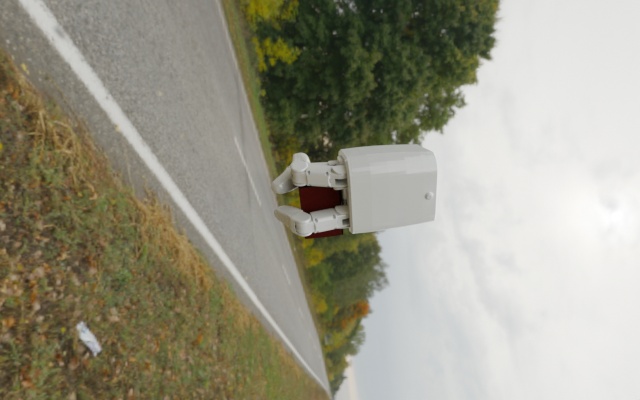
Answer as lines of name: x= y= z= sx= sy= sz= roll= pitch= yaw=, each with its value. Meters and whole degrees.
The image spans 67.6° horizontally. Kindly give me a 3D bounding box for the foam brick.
foam brick: x=0.000 y=0.002 z=0.607 sx=0.051 sy=0.078 sz=0.053 roll=-6 pitch=31 yaw=-2
